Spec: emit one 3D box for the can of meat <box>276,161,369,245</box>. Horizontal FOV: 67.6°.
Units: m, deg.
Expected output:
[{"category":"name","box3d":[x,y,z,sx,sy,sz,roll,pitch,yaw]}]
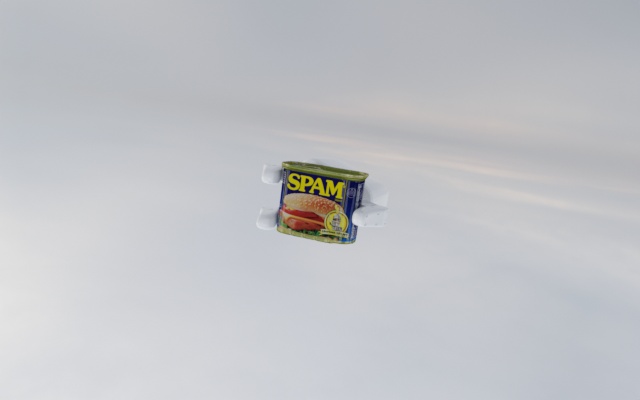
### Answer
[{"category":"can of meat","box3d":[0.000,0.002,0.571,0.102,0.084,0.057,11,10,18]}]
